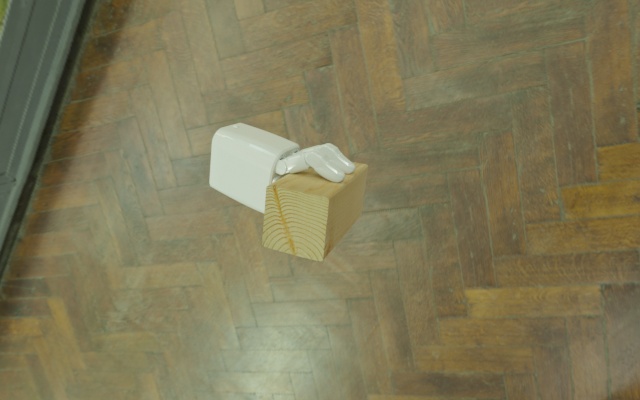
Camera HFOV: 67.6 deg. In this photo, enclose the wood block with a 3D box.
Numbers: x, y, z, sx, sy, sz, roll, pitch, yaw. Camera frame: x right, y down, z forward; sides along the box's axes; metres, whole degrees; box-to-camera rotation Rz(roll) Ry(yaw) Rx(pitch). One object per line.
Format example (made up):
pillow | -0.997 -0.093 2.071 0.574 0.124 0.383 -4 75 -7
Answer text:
wood block | 0.000 0.003 0.712 0.090 0.091 0.206 12 20 16
